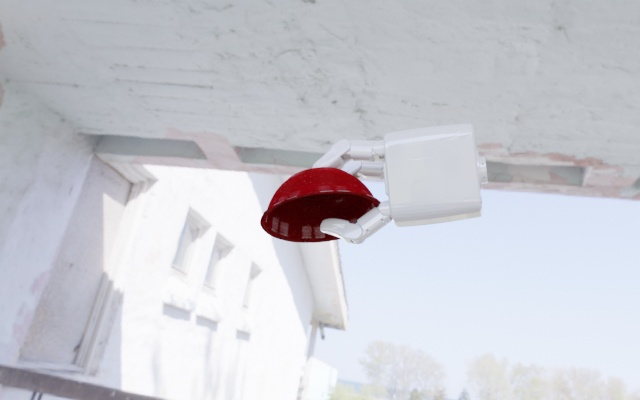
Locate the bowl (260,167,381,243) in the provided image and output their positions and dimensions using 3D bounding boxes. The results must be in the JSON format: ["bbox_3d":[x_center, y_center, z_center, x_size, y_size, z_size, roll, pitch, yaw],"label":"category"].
[{"bbox_3d":[-0.001,0.002,0.629,0.162,0.055,0.162,-6,-26,-3],"label":"bowl"}]
